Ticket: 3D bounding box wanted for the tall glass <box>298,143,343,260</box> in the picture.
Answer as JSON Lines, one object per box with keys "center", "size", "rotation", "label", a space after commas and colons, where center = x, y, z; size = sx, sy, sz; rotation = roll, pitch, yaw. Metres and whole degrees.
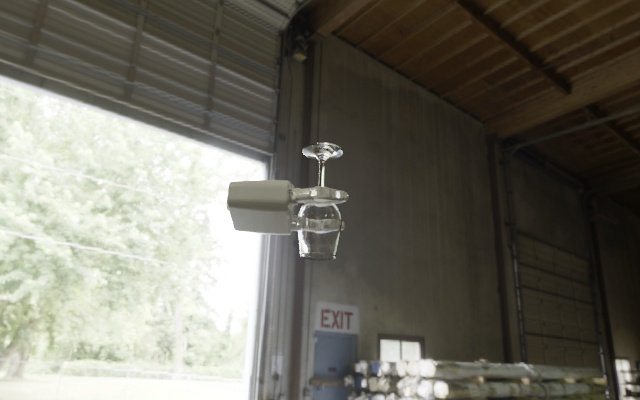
{"center": [0.000, 0.002, 0.856], "size": [0.079, 0.201, 0.079], "rotation": [2, -18, 1], "label": "tall glass"}
